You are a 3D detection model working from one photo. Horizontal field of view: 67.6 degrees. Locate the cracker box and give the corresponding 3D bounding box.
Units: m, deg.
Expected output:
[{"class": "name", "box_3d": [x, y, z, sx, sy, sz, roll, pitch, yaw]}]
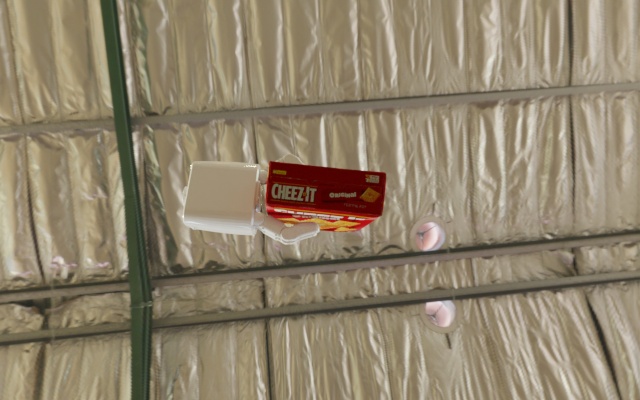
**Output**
[{"class": "cracker box", "box_3d": [0.000, 0.002, 0.751, 0.164, 0.072, 0.214, 5, -9, -3]}]
